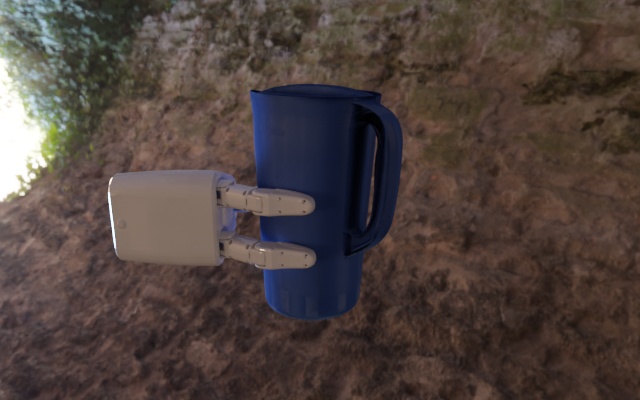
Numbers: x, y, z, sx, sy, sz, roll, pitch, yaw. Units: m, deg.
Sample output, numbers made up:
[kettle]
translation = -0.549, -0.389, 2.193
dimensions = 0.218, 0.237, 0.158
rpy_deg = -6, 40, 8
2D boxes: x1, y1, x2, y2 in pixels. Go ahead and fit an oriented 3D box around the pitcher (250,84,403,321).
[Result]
[pitcher]
translation = 0.000, 0.002, 0.507
dimensions = 0.145, 0.243, 0.149
rpy_deg = 1, 16, -1
